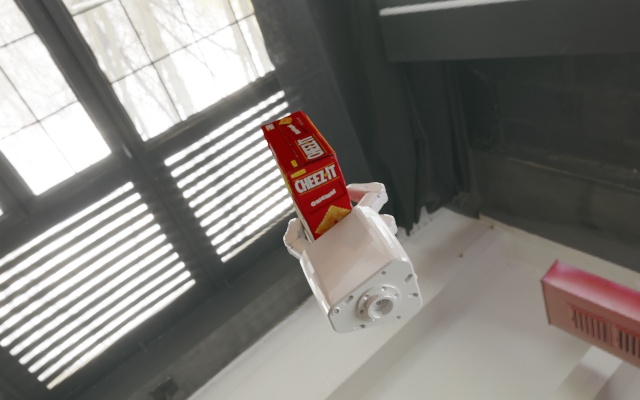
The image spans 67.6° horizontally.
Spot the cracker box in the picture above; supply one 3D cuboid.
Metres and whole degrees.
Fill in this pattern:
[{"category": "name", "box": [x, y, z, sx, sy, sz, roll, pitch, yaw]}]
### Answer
[{"category": "cracker box", "box": [0.000, 0.002, 0.665, 0.072, 0.214, 0.164, -24, 33, -5]}]
